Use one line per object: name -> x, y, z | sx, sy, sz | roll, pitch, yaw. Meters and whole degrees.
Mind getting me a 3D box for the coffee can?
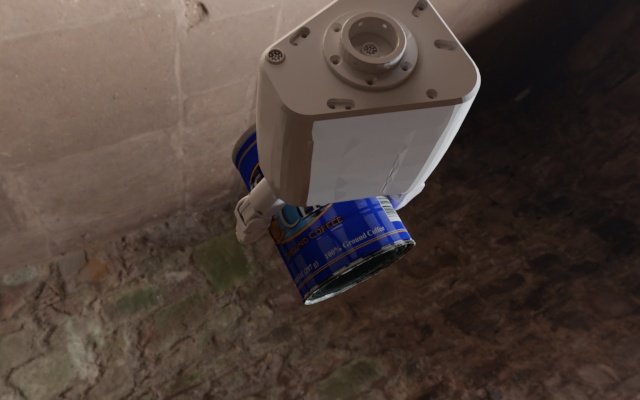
coffee can -> 0.000, 0.001, 0.405 | 0.103, 0.140, 0.103 | -26, -17, -9
